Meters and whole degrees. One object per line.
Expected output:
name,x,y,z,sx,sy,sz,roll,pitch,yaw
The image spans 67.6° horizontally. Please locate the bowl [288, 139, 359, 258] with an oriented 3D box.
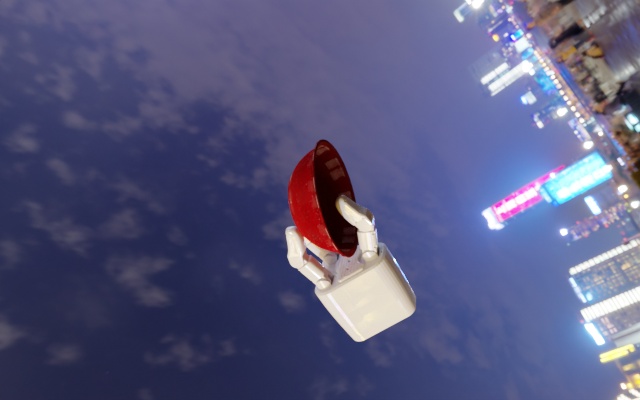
bowl,-0.001,0.001,0.647,0.055,0.162,0.162,-13,-5,20
